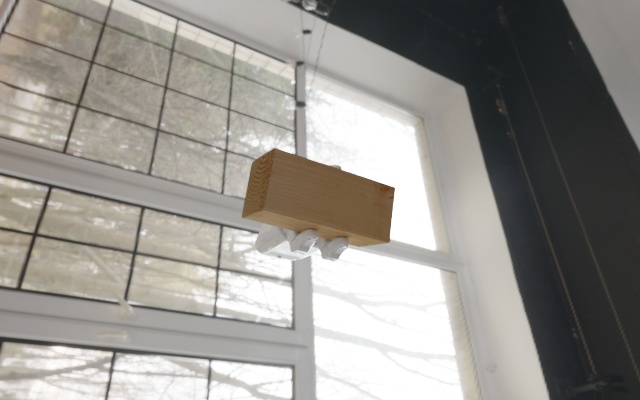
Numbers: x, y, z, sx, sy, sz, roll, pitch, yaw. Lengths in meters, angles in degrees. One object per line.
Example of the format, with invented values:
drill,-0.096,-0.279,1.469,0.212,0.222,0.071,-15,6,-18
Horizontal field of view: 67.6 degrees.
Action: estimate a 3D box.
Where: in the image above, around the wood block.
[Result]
wood block,0.000,0.002,0.715,0.206,0.090,0.090,16,-17,-26
